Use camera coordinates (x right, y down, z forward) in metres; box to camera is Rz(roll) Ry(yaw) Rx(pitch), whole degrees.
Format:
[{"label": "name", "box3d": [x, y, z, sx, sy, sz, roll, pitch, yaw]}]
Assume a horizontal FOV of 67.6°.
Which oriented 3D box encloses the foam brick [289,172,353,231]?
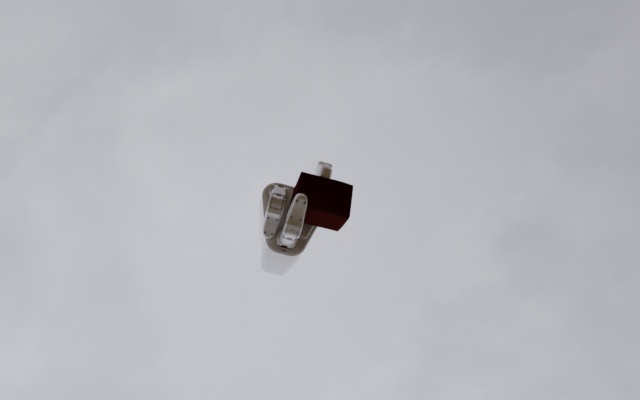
[{"label": "foam brick", "box3d": [0.000, 0.002, 0.661, 0.078, 0.053, 0.051, 15, -30, -7]}]
